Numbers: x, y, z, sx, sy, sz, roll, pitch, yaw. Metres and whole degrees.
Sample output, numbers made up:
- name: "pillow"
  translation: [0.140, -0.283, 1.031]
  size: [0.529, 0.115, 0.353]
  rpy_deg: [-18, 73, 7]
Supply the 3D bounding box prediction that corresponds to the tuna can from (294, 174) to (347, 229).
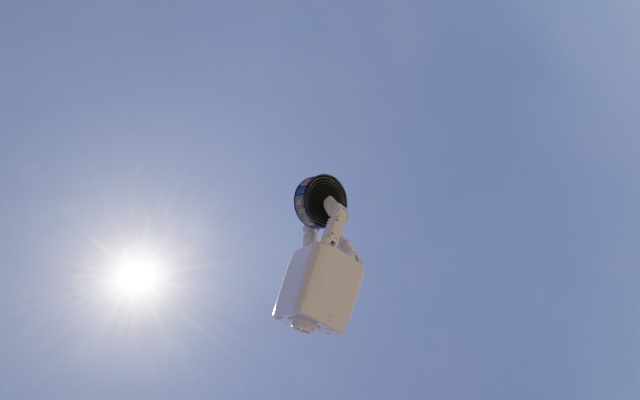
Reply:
- name: "tuna can"
  translation: [0.000, 0.002, 0.759]
  size: [0.086, 0.086, 0.034]
  rpy_deg: [0, -6, -39]
